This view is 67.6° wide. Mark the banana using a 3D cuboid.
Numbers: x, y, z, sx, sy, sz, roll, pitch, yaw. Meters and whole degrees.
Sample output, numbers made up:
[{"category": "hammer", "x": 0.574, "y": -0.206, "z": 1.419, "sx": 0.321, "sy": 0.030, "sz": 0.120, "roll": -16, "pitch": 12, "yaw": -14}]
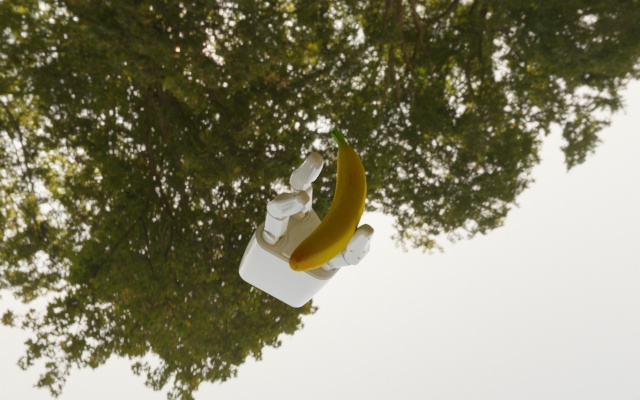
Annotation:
[{"category": "banana", "x": 0.017, "y": 0.008, "z": 0.540, "sx": 0.069, "sy": 0.197, "sz": 0.037, "roll": 28, "pitch": -39, "yaw": -14}]
